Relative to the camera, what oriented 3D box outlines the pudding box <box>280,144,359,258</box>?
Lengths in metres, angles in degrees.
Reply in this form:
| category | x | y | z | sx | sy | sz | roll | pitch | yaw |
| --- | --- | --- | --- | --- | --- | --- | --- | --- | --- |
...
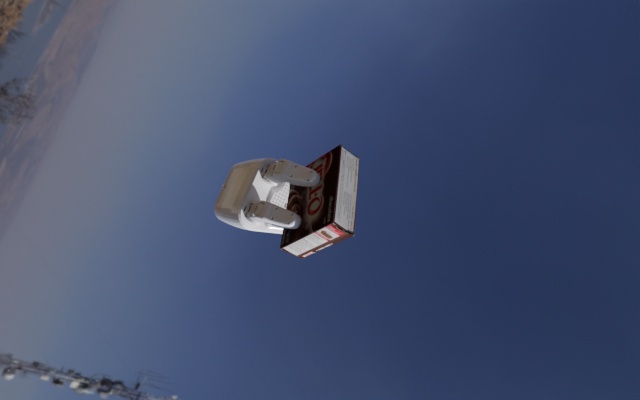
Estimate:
| category | x | y | z | sx | sy | sz | roll | pitch | yaw |
| --- | --- | --- | --- | --- | --- | --- | --- | --- | --- |
| pudding box | 0.000 | 0.002 | 0.560 | 0.039 | 0.113 | 0.090 | 29 | -41 | -32 |
